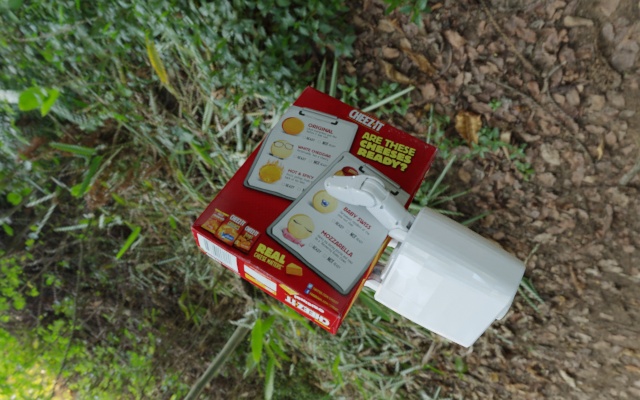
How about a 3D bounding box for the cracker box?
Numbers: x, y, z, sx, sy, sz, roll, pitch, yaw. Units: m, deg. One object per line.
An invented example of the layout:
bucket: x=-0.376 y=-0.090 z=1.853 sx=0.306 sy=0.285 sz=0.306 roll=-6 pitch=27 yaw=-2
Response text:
cracker box: x=0.000 y=0.002 z=0.498 sx=0.164 sy=0.213 sz=0.072 roll=29 pitch=-28 yaw=12
